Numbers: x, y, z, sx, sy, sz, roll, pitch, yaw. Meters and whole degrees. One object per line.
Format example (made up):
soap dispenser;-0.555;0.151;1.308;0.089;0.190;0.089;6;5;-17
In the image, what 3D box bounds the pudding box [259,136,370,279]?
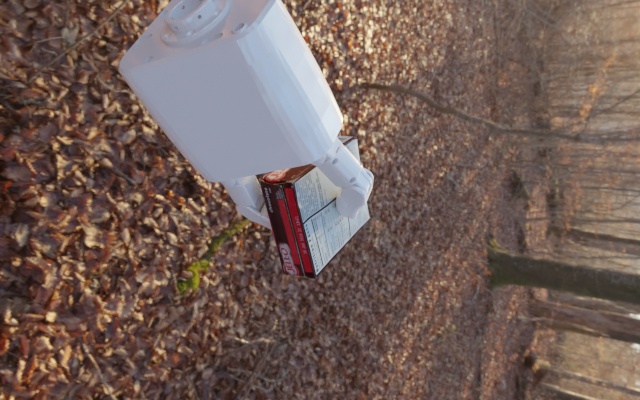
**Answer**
pudding box;0.000;0.001;0.423;0.039;0.090;0.113;5;28;33
